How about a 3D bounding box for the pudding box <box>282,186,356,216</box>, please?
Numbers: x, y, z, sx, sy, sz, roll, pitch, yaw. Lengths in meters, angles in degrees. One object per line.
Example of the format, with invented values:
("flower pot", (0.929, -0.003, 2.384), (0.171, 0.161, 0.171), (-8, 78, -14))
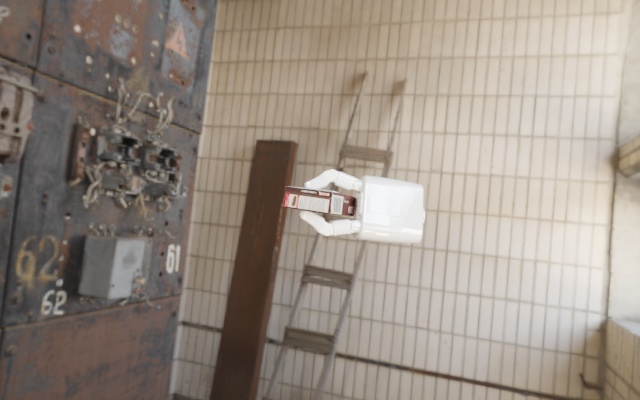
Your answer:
("pudding box", (0.000, 0.003, 0.817), (0.090, 0.039, 0.113), (7, -3, 24))
